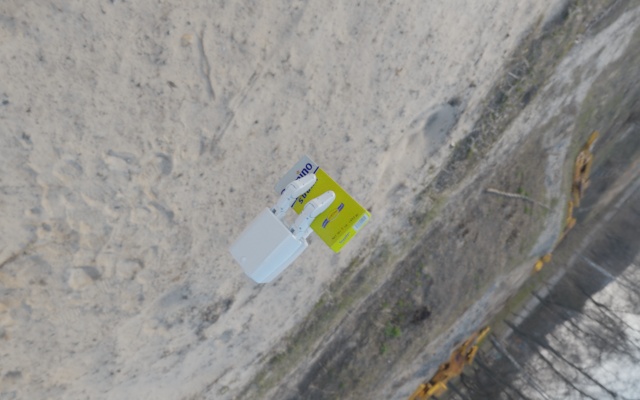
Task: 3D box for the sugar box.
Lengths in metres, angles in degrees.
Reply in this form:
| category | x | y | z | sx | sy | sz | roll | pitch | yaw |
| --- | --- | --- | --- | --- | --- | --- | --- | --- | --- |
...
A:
| category | x | y | z | sx | sy | sz | roll | pitch | yaw |
| --- | --- | --- | --- | --- | --- | --- | --- | --- | --- |
| sugar box | 0.000 | 0.003 | 0.876 | 0.176 | 0.093 | 0.048 | 44 | -1 | 27 |
